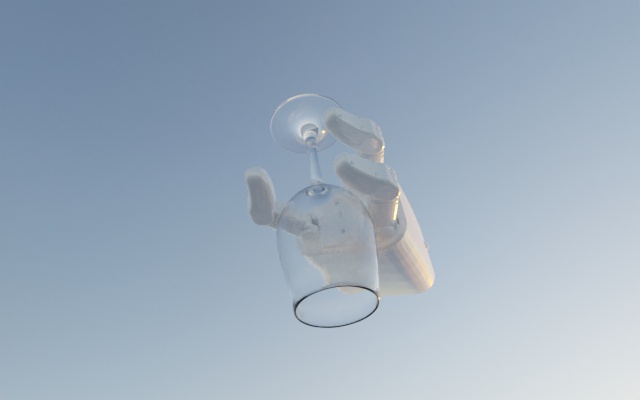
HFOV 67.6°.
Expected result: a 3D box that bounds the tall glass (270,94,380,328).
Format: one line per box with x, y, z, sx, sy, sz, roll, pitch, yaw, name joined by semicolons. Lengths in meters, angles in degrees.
0.000;0.001;0.401;0.079;0.200;0.079;-5;-41;-4;tall glass
